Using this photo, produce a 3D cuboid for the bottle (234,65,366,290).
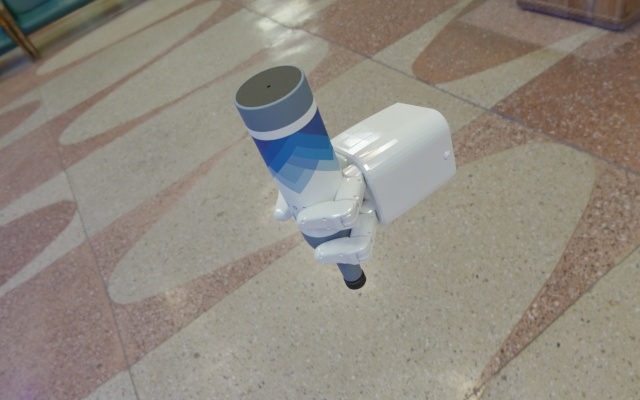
[{"bbox_3d":[0.000,0.002,0.510,0.069,0.069,0.296,0,-43,25],"label":"bottle"}]
